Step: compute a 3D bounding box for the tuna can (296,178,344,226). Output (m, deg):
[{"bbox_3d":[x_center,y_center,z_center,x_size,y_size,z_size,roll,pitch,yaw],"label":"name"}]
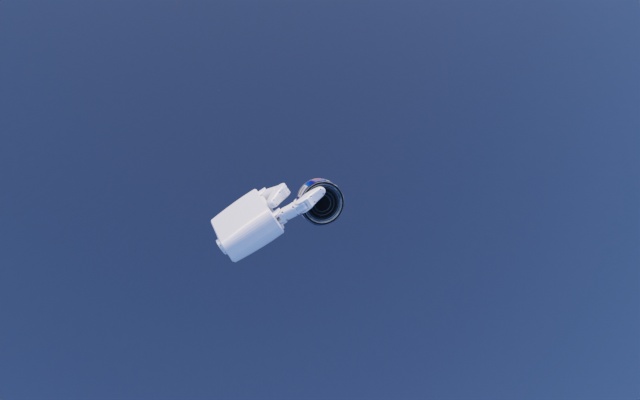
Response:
[{"bbox_3d":[0.000,0.003,0.886,0.086,0.086,0.033,0,10,-17],"label":"tuna can"}]
